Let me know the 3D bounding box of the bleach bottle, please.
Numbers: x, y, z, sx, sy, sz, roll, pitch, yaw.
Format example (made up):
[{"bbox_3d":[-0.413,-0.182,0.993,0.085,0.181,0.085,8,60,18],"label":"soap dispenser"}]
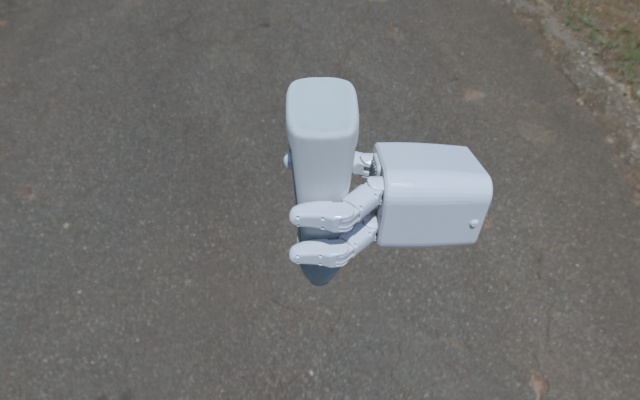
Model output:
[{"bbox_3d":[0.000,0.002,0.521,0.068,0.251,0.102,0,45,-1],"label":"bleach bottle"}]
